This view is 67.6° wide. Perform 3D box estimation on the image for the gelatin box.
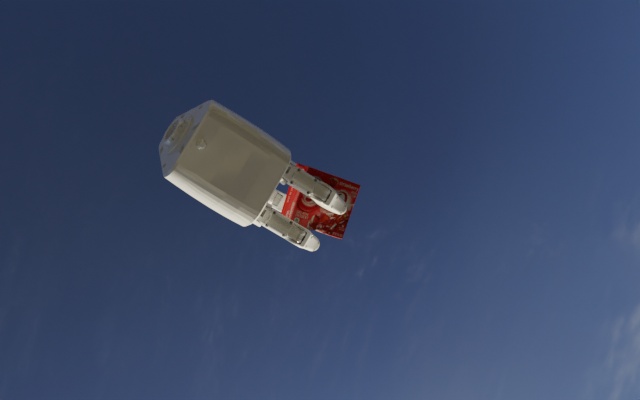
[{"bbox_3d":[0.000,0.002,0.589,0.089,0.073,0.030,18,1,-38],"label":"gelatin box"}]
